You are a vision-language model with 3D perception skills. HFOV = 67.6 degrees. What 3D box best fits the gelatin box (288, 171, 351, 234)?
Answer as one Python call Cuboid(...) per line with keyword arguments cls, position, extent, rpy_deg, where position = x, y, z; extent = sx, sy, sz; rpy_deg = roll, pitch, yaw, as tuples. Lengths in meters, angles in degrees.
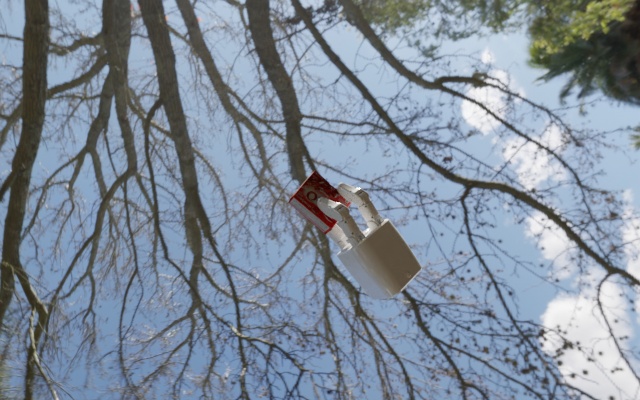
Cuboid(cls="gelatin box", position=(0.000, 0.003, 0.835), extent=(0.089, 0.073, 0.030), rpy_deg=(40, -34, -3))
